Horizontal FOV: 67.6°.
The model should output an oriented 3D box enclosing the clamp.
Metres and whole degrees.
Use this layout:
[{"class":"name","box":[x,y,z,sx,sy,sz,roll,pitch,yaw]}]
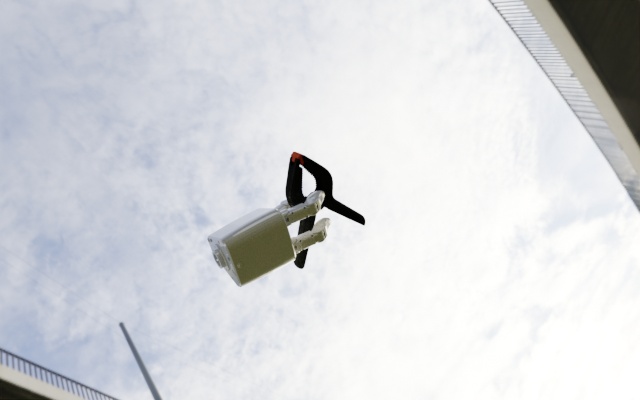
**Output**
[{"class":"clamp","box":[-0.001,0.002,0.862,0.164,0.210,0.036,-27,28,-24]}]
